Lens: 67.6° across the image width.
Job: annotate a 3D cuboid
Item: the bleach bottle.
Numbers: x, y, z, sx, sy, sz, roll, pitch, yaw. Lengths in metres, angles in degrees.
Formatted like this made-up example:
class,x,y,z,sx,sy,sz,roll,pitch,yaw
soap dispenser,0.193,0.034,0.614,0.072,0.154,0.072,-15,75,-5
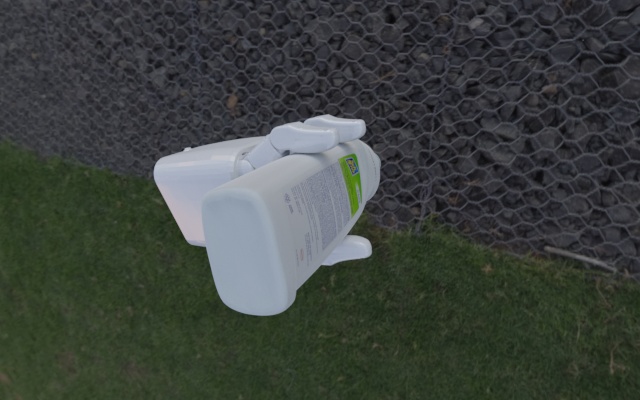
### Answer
class,x,y,z,sx,sy,sz,roll,pitch,yaw
bleach bottle,0.000,0.001,0.442,0.068,0.102,0.250,-2,15,29
